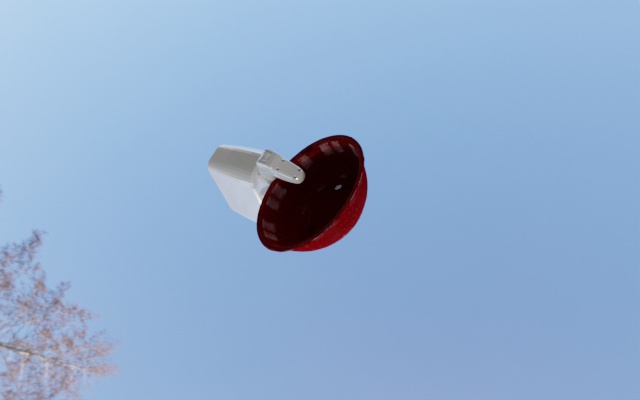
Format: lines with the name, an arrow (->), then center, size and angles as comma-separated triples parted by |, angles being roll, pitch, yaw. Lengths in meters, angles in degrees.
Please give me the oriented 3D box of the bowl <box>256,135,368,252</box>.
bowl -> 0.001, 0.003, 0.564 | 0.162, 0.162, 0.055 | 0, -33, 49
